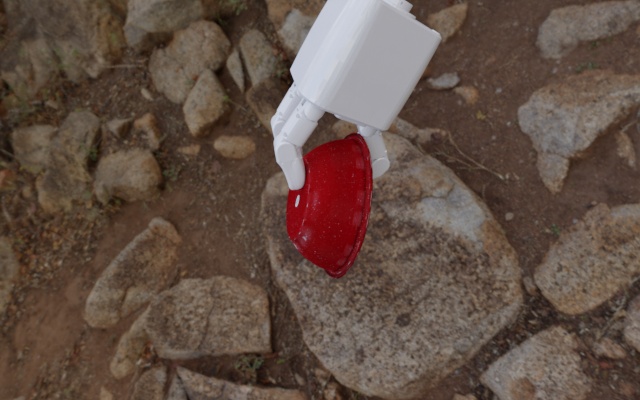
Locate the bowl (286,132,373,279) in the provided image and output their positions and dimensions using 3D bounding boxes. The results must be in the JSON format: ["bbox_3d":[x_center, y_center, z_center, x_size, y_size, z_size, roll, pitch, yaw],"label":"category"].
[{"bbox_3d":[-0.001,0.003,0.522,0.055,0.162,0.162,8,-2,-17],"label":"bowl"}]
